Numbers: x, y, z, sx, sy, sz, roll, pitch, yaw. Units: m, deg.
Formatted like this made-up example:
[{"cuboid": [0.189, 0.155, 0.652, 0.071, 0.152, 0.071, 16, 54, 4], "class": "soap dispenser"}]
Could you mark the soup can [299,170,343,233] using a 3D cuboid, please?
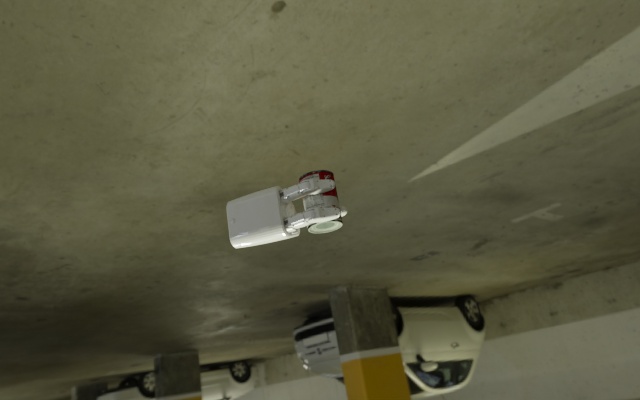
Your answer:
[{"cuboid": [0.001, 0.003, 0.891, 0.068, 0.102, 0.068, -9, -21, -3], "class": "soup can"}]
